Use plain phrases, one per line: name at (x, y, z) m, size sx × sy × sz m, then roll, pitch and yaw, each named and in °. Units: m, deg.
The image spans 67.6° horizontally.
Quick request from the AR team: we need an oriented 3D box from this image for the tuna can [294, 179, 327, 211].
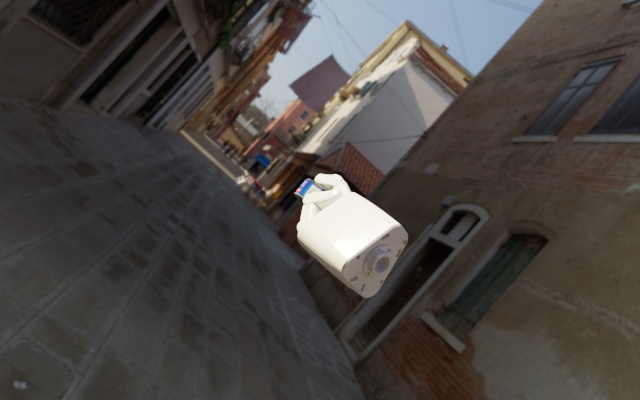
tuna can at (0.000, 0.002, 0.783) m, size 0.086 × 0.034 × 0.086 m, roll 38°, pitch -6°, yaw 5°
